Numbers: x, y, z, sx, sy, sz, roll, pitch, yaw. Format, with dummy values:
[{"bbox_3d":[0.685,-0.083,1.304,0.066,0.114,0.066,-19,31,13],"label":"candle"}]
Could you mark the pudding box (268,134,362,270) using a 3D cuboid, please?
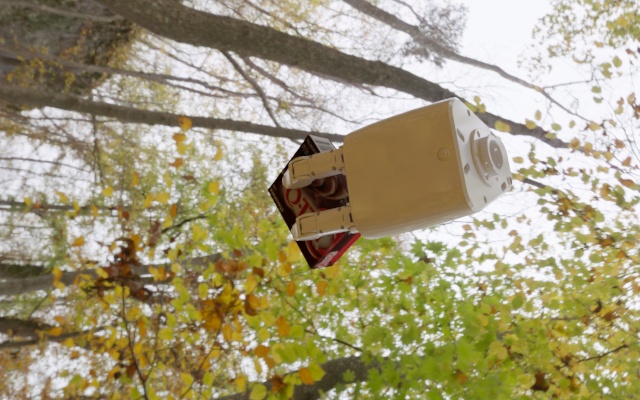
[{"bbox_3d":[0.000,0.002,0.503,0.039,0.113,0.090,3,-42,-45],"label":"pudding box"}]
